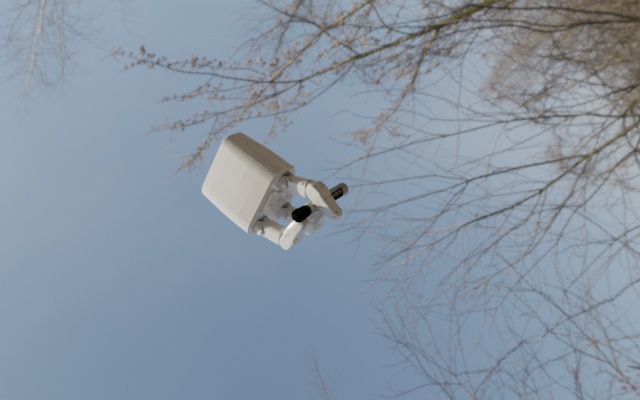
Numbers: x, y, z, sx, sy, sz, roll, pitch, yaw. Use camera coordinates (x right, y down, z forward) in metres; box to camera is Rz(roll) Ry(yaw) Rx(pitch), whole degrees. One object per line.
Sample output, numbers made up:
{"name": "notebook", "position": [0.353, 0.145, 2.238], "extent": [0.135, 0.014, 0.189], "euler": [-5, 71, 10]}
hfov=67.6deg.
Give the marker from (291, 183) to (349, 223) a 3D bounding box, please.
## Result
{"name": "marker", "position": [0.000, 0.002, 0.665], "extent": [0.020, 0.020, 0.121], "euler": [0, 20, 37]}
